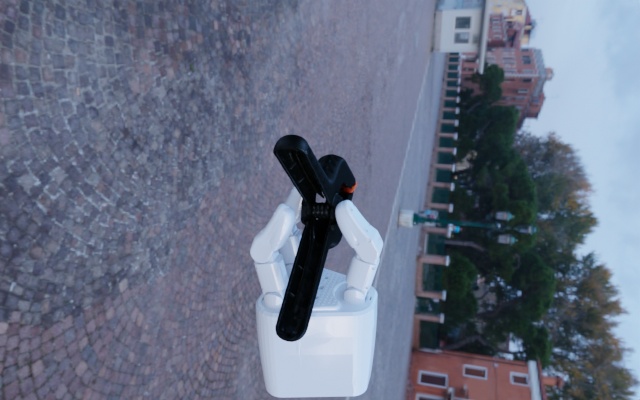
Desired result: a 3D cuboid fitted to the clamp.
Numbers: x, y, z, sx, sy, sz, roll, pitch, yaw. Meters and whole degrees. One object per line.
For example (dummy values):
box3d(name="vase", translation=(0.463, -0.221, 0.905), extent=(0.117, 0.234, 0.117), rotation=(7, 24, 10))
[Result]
box3d(name="clamp", translation=(0.001, 0.002, 0.438), extent=(0.036, 0.165, 0.210), rotation=(6, 24, 14))
